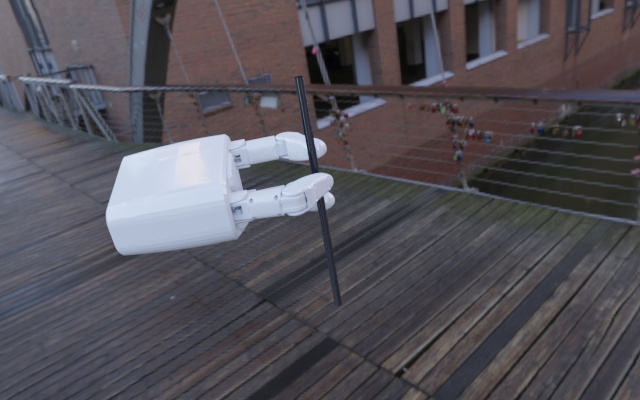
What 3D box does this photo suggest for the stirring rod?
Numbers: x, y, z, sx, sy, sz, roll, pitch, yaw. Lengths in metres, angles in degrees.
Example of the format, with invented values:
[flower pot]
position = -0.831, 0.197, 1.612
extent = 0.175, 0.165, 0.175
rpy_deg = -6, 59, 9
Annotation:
[stirring rod]
position = 0.000, 0.002, 0.462
extent = 0.011, 0.240, 0.011
rpy_deg = -8, 23, 4
